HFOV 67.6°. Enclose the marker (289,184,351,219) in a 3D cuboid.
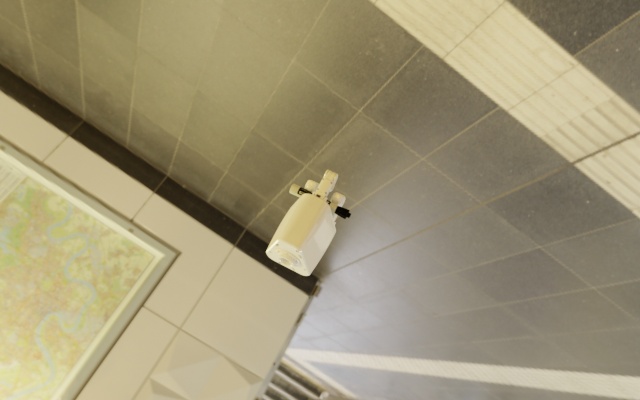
[{"bbox_3d":[0.000,0.003,0.877,0.121,0.020,0.020,26,4,9],"label":"marker"}]
